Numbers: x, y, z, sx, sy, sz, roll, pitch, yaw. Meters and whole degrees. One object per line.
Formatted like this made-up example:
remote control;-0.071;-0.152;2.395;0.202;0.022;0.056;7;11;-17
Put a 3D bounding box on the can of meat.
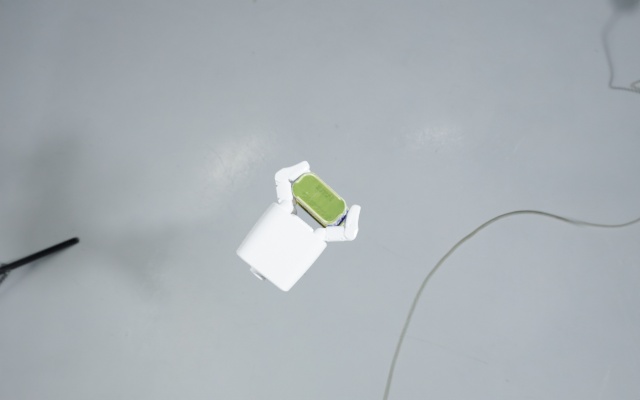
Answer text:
can of meat;0.000;0.003;0.820;0.102;0.057;0.084;42;-4;10
